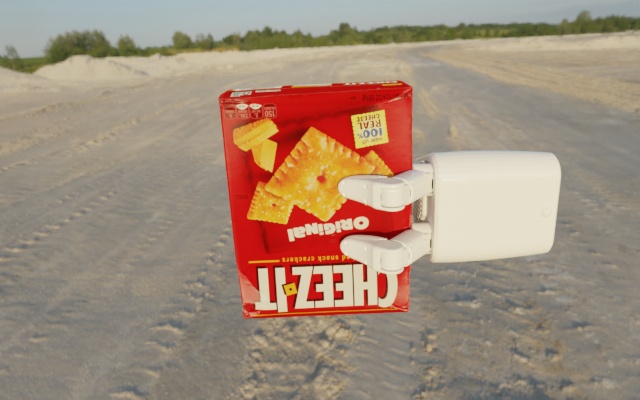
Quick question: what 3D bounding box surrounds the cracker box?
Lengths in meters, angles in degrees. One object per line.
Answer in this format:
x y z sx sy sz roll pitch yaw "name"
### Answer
0.000 0.001 0.448 0.164 0.214 0.072 -2 18 1 "cracker box"
